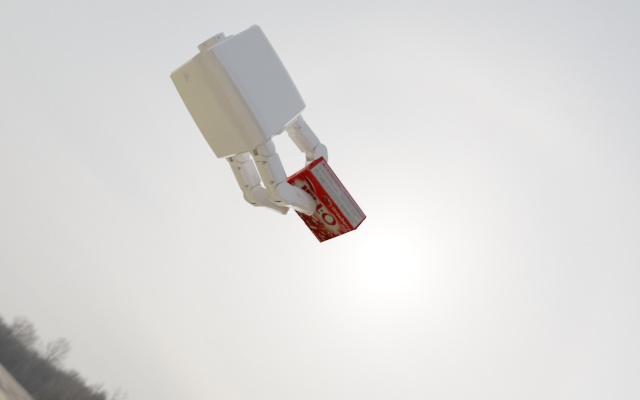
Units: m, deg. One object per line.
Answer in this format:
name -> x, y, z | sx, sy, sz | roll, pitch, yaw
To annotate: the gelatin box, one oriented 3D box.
gelatin box -> 0.001, 0.002, 0.553 | 0.030, 0.089, 0.073 | -43, 10, -36
